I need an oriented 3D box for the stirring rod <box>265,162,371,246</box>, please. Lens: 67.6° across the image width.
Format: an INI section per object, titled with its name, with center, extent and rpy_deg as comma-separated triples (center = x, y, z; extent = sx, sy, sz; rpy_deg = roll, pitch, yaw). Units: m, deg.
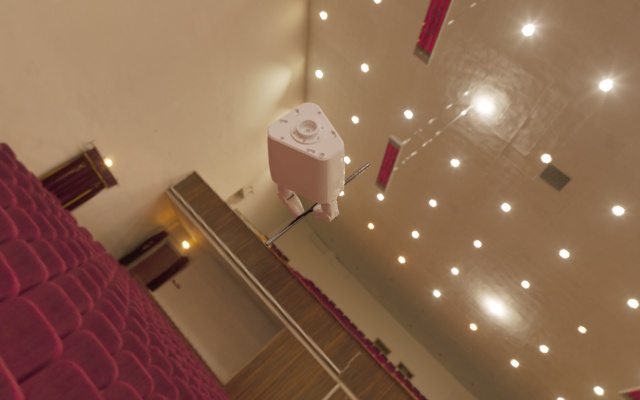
[stirring rod]
center = 0.000, 0.003, 0.818
extent = 0.239, 0.011, 0.011
rpy_deg = -38, 16, -22
